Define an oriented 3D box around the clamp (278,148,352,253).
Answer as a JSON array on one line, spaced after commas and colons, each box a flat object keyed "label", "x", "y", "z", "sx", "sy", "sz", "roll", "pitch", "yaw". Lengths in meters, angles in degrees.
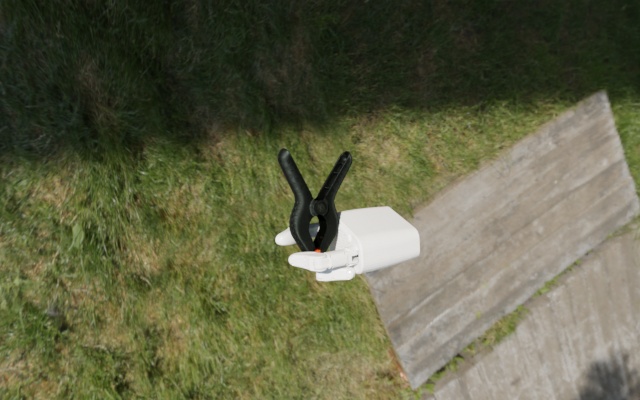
[{"label": "clamp", "x": 0.000, "y": 0.003, "z": 0.708, "sx": 0.120, "sy": 0.171, "sz": 0.039, "roll": -9, "pitch": 12, "yaw": -23}]
